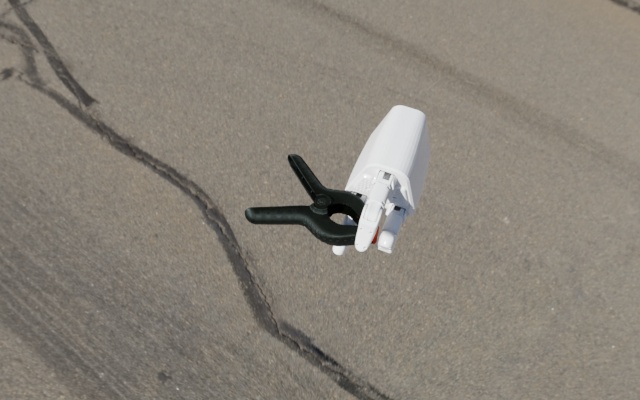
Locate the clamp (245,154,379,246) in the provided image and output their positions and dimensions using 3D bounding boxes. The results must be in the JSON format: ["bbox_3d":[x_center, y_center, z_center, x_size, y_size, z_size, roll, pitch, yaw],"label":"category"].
[{"bbox_3d":[0.000,0.002,0.626,0.171,0.120,0.039,19,-26,9],"label":"clamp"}]
